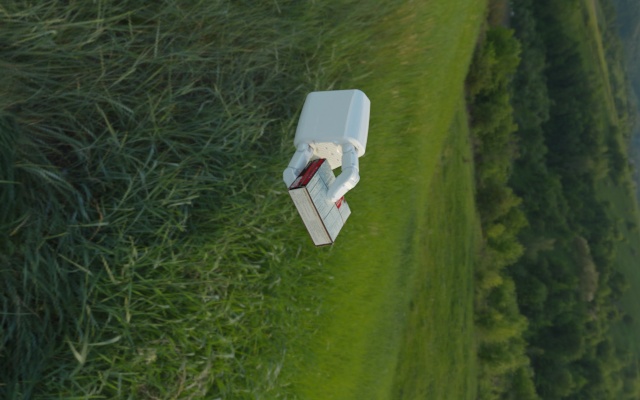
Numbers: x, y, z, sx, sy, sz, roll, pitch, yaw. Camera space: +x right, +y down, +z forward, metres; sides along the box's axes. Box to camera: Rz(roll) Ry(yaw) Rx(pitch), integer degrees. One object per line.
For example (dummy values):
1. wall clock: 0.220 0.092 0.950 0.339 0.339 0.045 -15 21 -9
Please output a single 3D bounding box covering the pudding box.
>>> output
1. pudding box: 0.000 0.002 0.758 0.039 0.113 0.090 -11 28 33
